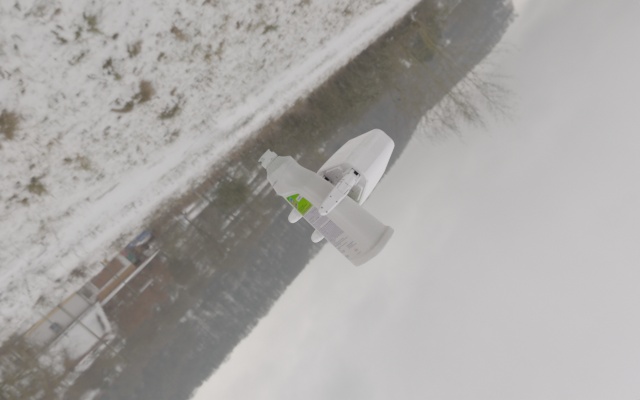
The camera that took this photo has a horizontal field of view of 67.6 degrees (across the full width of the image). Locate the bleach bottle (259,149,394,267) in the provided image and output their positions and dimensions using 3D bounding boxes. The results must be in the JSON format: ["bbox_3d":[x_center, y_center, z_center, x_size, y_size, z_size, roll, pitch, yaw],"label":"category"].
[{"bbox_3d":[0.000,0.003,0.811,0.068,0.251,0.103,-49,2,-32],"label":"bleach bottle"}]
